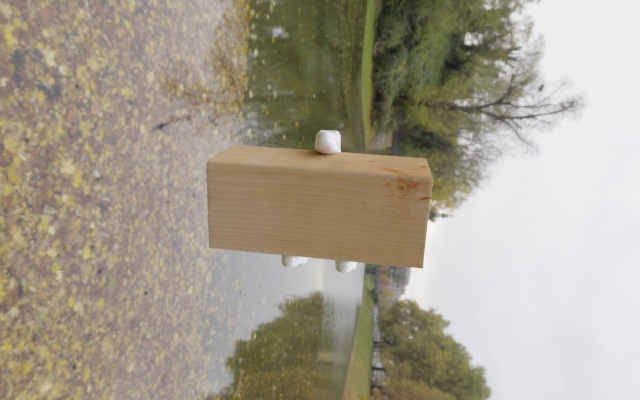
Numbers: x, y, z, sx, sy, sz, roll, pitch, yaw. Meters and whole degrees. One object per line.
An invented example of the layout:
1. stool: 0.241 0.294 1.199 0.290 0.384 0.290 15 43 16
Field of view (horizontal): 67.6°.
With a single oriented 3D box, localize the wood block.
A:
1. wood block: 0.000 0.001 0.480 0.206 0.091 0.090 4 17 7
